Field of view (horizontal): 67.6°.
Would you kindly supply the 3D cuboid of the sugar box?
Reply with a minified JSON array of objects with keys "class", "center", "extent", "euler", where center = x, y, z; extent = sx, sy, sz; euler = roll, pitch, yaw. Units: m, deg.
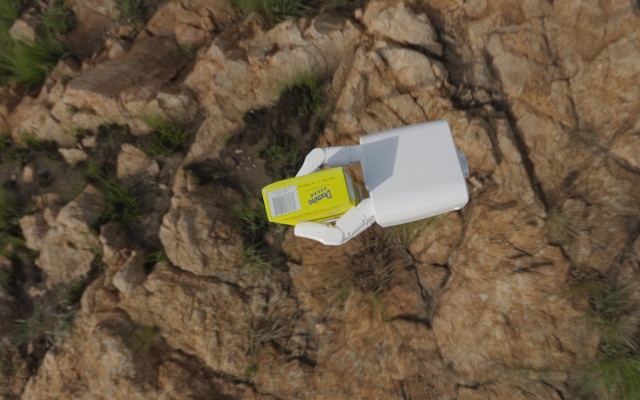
[{"class":"sugar box","center":[0.000,0.002,0.590],"extent":[0.093,0.048,0.176],"euler":[-14,-10,10]}]
